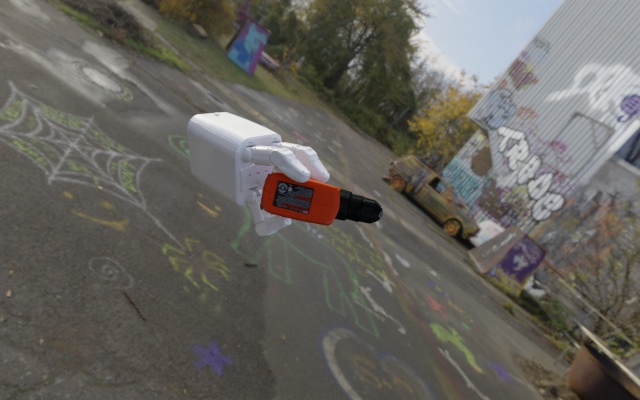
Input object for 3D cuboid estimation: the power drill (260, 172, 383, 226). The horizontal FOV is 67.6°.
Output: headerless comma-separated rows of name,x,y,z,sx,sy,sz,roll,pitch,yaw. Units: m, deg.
power drill,0.000,0.002,0.708,0.184,0.057,0.187,11,0,8
